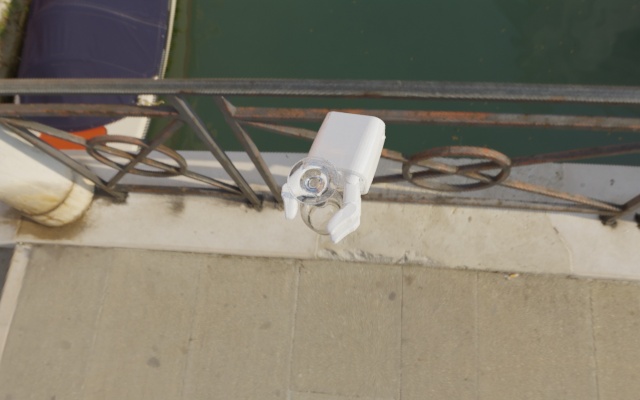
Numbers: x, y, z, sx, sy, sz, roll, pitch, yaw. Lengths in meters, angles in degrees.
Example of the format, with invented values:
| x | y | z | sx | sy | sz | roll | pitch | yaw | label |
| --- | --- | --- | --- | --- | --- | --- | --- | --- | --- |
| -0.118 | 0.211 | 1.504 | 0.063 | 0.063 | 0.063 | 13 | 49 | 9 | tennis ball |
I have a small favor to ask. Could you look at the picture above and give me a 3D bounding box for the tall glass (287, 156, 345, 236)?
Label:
| x | y | z | sx | sy | sz | roll | pitch | yaw | label |
| --- | --- | --- | --- | --- | --- | --- | --- | --- | --- |
| 0.000 | 0.002 | 0.773 | 0.079 | 0.079 | 0.201 | 0 | -19 | 7 | tall glass |
